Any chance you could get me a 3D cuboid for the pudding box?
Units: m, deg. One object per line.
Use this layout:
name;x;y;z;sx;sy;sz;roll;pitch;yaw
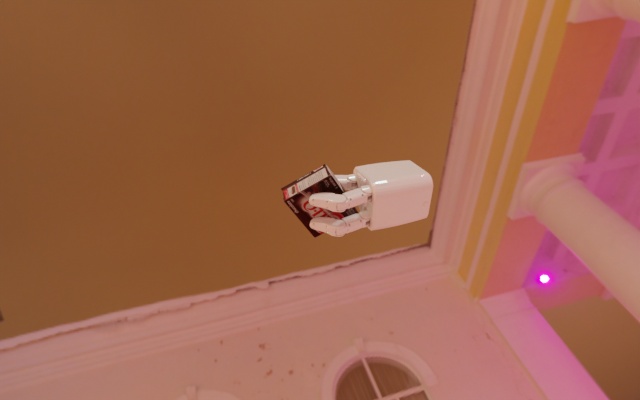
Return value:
pudding box;0.000;0.003;0.806;0.090;0.039;0.114;-29;-50;9
